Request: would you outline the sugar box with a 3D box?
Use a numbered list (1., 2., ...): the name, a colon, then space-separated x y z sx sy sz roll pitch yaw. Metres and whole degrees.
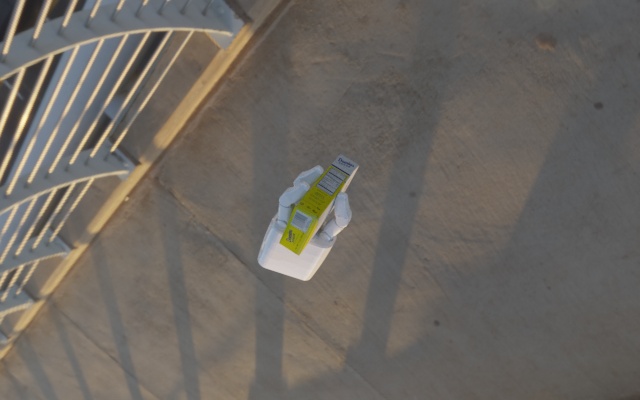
1. sugar box: 0.000 0.002 0.797 0.048 0.093 0.176 30 40 4
